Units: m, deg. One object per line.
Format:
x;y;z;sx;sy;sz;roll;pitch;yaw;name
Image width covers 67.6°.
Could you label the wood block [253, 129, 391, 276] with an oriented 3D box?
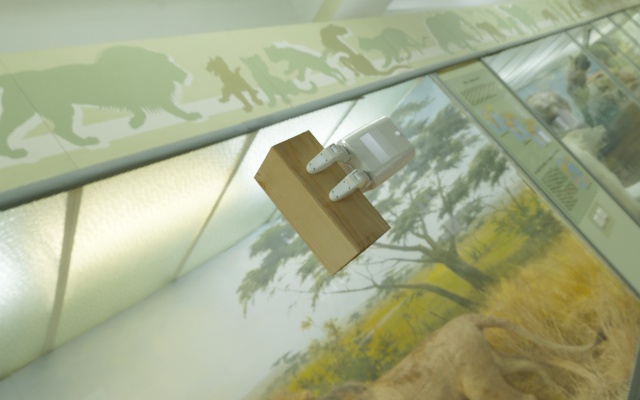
0.000;0.002;0.760;0.090;0.206;0.091;-31;-13;-39;wood block
